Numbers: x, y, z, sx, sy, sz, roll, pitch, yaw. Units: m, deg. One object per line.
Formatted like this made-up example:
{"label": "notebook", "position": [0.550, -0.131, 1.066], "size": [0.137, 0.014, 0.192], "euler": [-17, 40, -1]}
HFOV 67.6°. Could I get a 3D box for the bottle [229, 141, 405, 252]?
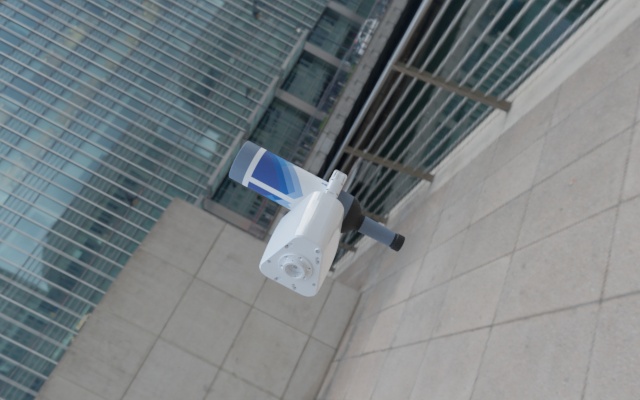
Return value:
{"label": "bottle", "position": [0.000, 0.002, 0.765], "size": [0.296, 0.069, 0.069], "euler": [28, -1, -2]}
